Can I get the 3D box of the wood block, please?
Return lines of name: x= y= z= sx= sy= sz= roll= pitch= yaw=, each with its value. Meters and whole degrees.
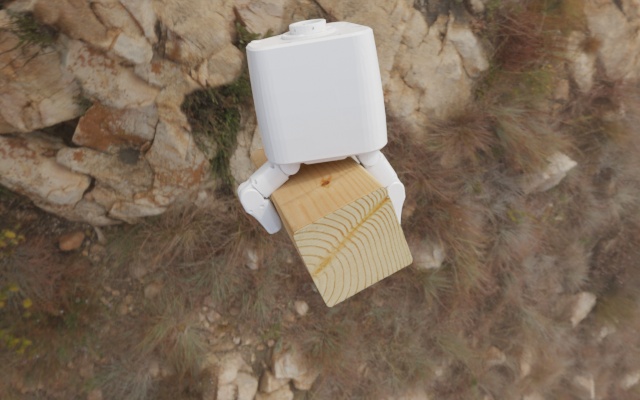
wood block: x=0.000 y=0.002 z=0.500 sx=0.091 sy=0.090 sz=0.206 roll=-27 pitch=29 yaw=-5
